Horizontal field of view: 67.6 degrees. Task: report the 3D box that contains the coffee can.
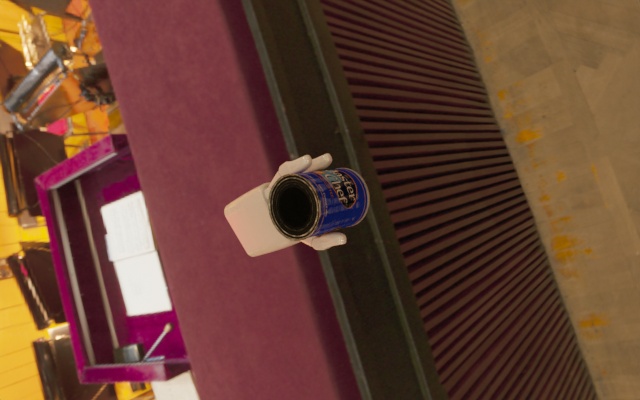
[{"bbox_3d":[0.000,0.003,0.771,0.103,0.103,0.140,0,6,37],"label":"coffee can"}]
